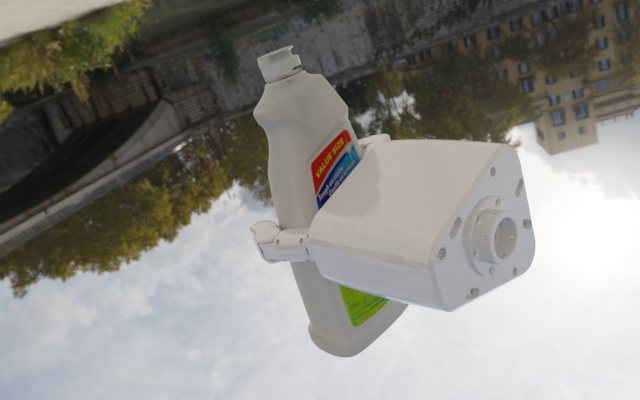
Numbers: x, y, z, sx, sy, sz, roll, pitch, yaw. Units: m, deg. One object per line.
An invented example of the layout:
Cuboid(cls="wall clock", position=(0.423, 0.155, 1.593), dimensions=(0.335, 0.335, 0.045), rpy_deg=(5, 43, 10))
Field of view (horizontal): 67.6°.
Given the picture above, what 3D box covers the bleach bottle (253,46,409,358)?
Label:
Cuboid(cls="bleach bottle", position=(0.000, 0.001, 0.402), dimensions=(0.102, 0.251, 0.068), rpy_deg=(-33, 24, -31))
